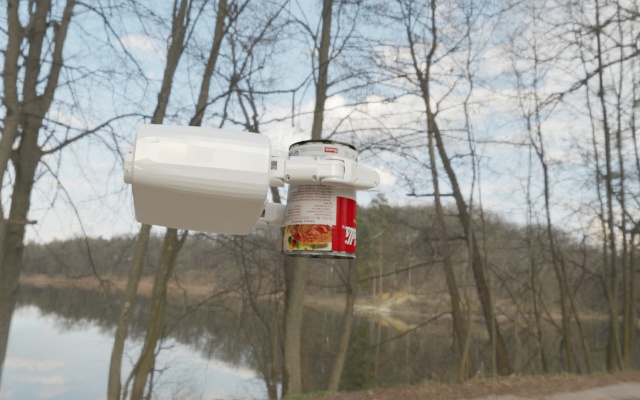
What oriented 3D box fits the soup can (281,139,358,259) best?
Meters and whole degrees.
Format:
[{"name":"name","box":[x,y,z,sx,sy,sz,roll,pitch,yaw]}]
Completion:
[{"name":"soup can","box":[0.001,0.001,0.444,0.068,0.102,0.068,2,-10,0]}]
